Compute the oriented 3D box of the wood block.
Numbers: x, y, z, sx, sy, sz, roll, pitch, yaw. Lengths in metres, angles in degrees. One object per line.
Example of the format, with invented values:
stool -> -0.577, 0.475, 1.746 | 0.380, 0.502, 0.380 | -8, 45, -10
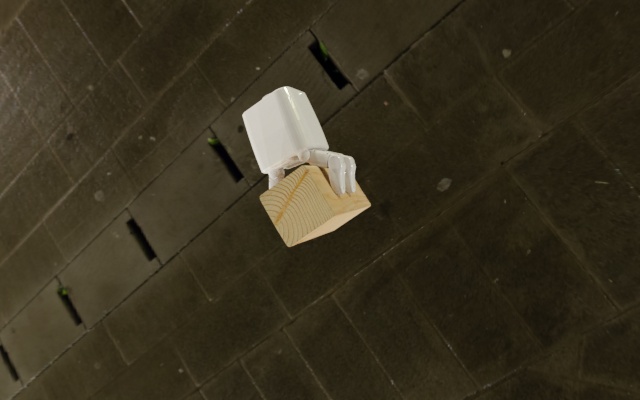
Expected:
wood block -> 0.000, 0.002, 0.785 | 0.091, 0.090, 0.206 | -34, -9, 19
